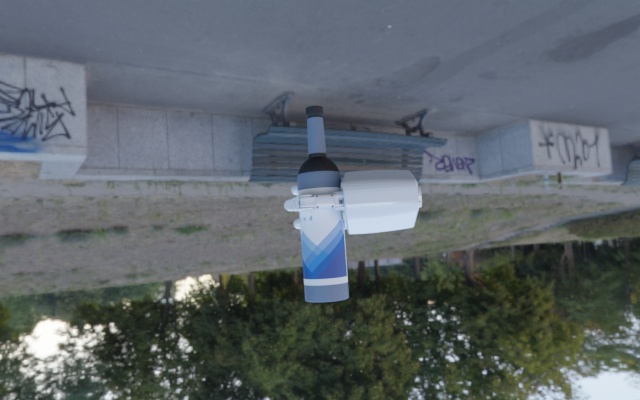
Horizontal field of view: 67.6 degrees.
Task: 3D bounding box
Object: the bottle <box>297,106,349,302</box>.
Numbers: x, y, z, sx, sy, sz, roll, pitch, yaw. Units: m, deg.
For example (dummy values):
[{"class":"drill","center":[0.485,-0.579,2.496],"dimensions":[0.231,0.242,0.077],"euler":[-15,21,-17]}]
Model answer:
[{"class":"bottle","center":[0.000,0.003,0.731],"dimensions":[0.069,0.295,0.069],"euler":[-4,-4,0]}]
